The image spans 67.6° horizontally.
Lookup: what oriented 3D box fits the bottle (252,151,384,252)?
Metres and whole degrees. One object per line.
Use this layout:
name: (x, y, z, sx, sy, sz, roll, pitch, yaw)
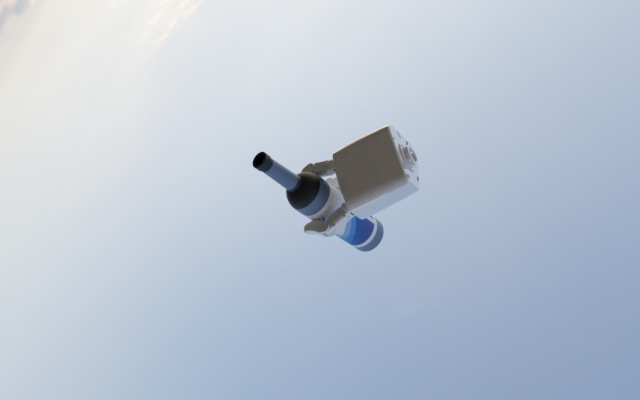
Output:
bottle: (0.000, 0.003, 0.790, 0.069, 0.069, 0.296, 0, -25, 42)
